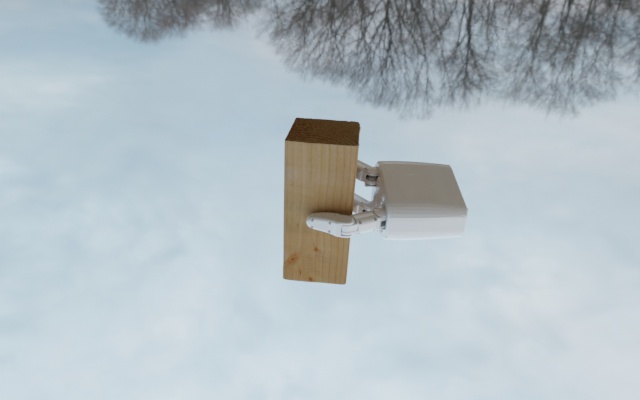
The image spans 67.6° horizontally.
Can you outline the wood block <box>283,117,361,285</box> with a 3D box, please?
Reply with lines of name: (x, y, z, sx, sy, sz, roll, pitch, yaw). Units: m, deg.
wood block: (0.000, 0.002, 0.649, 0.090, 0.206, 0.090, 5, 28, 4)
